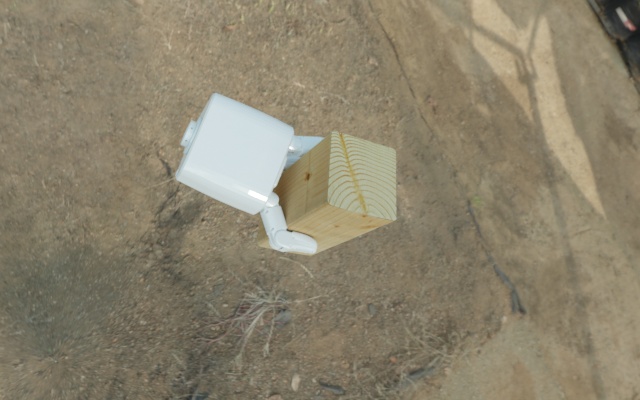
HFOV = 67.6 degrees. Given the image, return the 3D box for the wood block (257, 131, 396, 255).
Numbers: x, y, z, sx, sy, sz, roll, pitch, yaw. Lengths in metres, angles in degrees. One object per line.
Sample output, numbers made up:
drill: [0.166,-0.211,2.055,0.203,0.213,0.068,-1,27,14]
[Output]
wood block: [0.000,0.002,0.612,0.090,0.090,0.206,13,-22,-25]
